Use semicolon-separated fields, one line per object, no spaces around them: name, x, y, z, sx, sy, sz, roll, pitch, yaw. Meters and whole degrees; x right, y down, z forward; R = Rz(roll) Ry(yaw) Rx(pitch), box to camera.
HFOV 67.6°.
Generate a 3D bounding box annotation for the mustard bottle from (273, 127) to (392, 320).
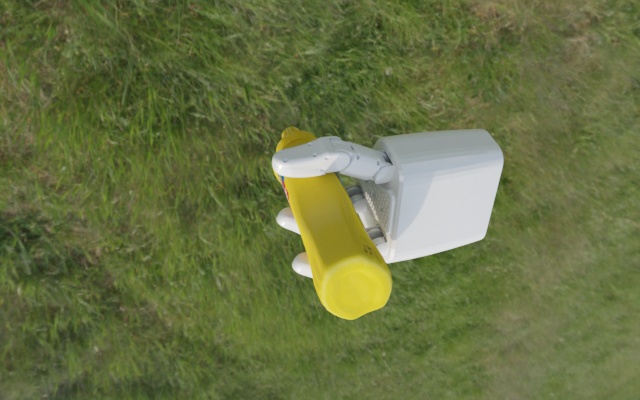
mustard bottle;0.000;0.002;0.419;0.058;0.191;0.096;-25;-38;3
